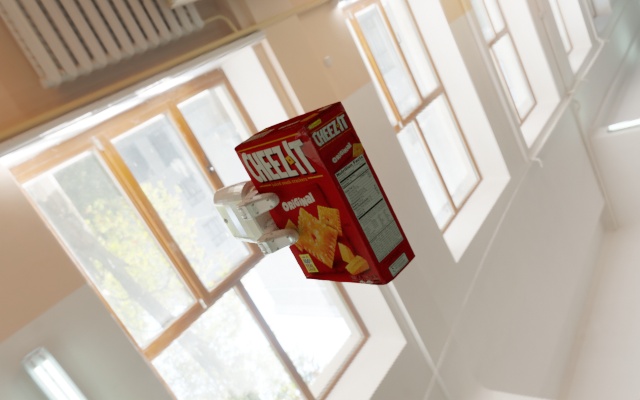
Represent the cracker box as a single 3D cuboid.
[{"bbox_3d":[0.000,0.002,0.602,0.072,0.214,0.164,-39,19,-33],"label":"cracker box"}]
